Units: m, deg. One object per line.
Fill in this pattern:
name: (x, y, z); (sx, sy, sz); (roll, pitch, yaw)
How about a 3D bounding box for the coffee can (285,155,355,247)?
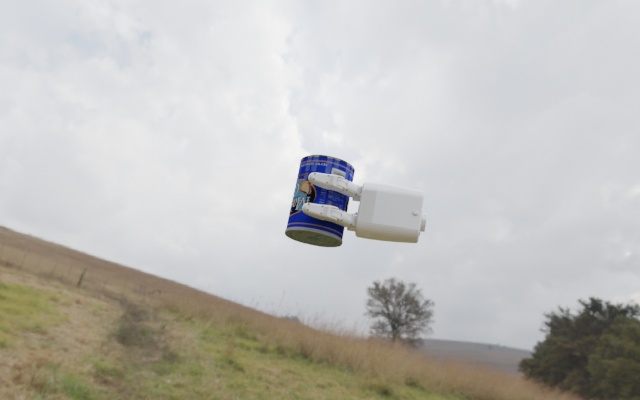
coffee can: (0.000, 0.003, 0.854); (0.103, 0.140, 0.103); (10, -17, 3)
